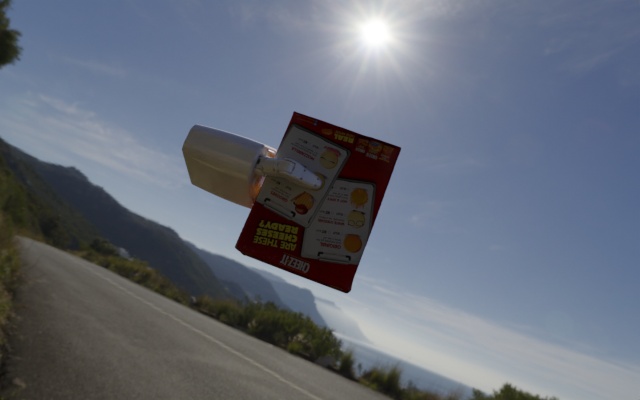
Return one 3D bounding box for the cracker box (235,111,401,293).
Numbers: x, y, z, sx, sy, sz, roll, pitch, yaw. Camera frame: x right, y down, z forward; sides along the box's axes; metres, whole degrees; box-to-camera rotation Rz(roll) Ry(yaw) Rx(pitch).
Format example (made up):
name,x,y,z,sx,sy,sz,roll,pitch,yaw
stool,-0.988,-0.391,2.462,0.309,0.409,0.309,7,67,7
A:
name,x,y,z,sx,sy,sz,roll,pitch,yaw
cracker box,0.000,0.002,0.674,0.164,0.213,0.072,20,-14,7
